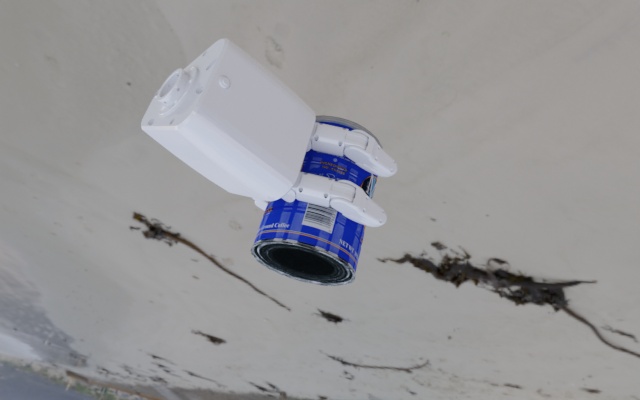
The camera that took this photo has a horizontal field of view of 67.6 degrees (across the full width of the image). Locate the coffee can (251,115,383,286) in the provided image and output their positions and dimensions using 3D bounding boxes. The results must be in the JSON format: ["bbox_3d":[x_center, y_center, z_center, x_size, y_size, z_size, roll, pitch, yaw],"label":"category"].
[{"bbox_3d":[0.000,0.002,0.481,0.103,0.140,0.103,13,-26,6],"label":"coffee can"}]
